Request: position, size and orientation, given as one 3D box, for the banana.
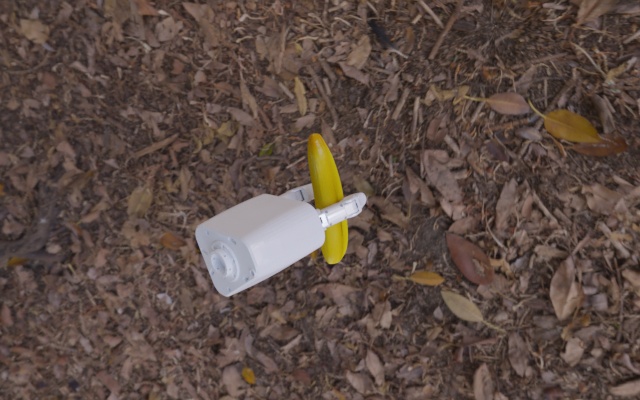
[{"bbox_3d":[0.008,0.012,0.634,0.037,0.198,0.069,-17,29,-20],"label":"banana"}]
